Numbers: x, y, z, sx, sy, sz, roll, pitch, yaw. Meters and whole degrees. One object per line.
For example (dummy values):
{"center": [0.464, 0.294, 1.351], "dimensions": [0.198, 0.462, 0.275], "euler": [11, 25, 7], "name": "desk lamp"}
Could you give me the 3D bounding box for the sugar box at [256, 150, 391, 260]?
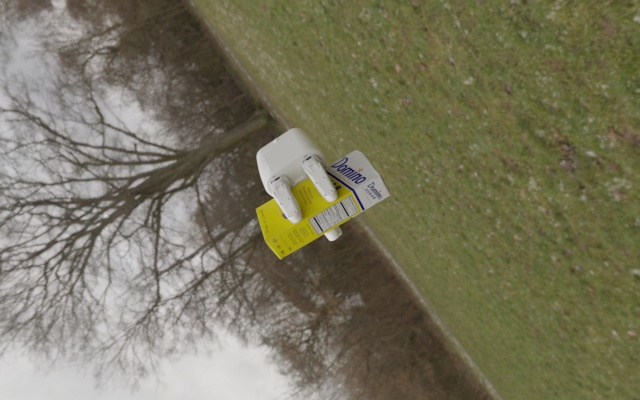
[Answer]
{"center": [0.000, 0.002, 0.669], "dimensions": [0.176, 0.048, 0.093], "euler": [-33, 33, 2], "name": "sugar box"}
